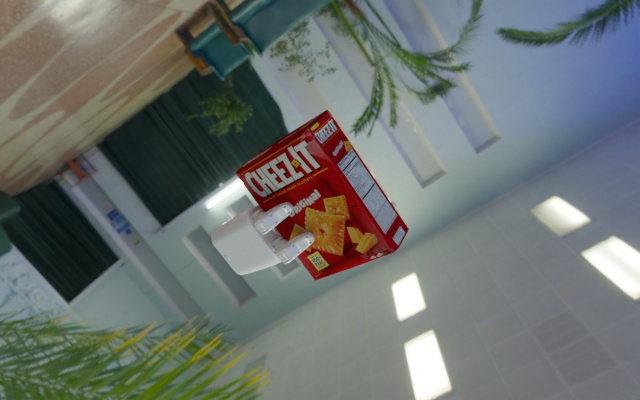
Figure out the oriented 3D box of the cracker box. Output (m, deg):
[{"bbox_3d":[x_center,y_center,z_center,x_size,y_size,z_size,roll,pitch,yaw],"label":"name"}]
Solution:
[{"bbox_3d":[0.000,0.002,0.702,0.164,0.214,0.072,-25,16,39],"label":"cracker box"}]
